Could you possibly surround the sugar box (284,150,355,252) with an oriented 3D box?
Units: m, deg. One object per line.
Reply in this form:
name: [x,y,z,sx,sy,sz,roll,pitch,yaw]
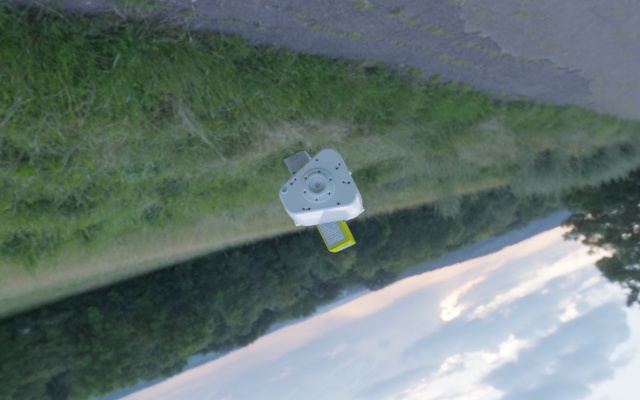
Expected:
sugar box: [0.001,0.003,0.831,0.048,0.176,0.093,-26,-11,5]
